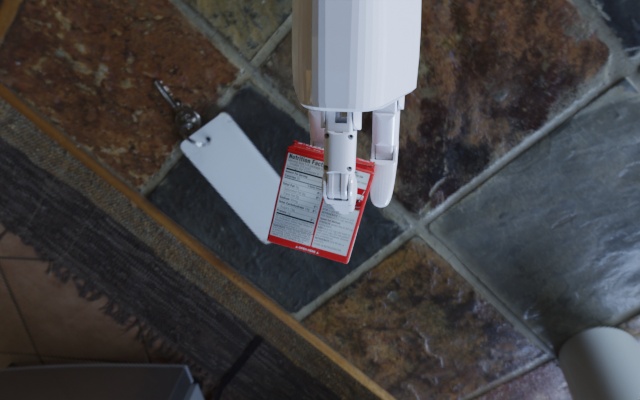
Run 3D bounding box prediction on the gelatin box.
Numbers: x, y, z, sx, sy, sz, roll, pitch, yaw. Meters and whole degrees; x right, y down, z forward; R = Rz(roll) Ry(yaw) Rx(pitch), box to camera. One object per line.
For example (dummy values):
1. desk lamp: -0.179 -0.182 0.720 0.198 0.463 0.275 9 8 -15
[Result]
1. gelatin box: 0.000 0.002 0.406 0.073 0.089 0.030 15 21 2
